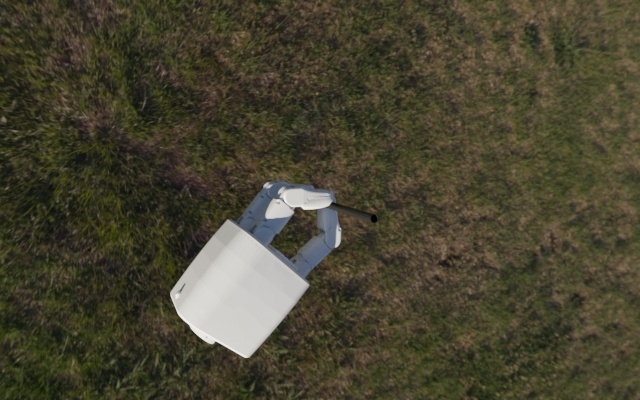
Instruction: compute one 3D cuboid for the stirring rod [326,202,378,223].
[{"bbox_3d":[0.000,0.002,0.541,0.011,0.011,0.239,0,7,-24],"label":"stirring rod"}]
